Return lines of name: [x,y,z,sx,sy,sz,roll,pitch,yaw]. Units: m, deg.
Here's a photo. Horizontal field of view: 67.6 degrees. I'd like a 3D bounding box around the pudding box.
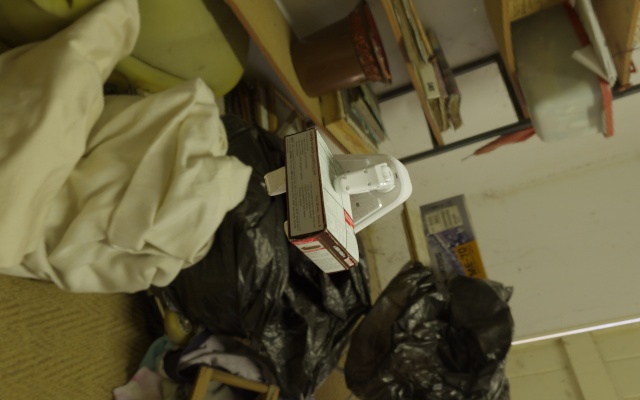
pudding box: [0.000,0.001,0.454,0.039,0.113,0.090,-17,-33,16]
